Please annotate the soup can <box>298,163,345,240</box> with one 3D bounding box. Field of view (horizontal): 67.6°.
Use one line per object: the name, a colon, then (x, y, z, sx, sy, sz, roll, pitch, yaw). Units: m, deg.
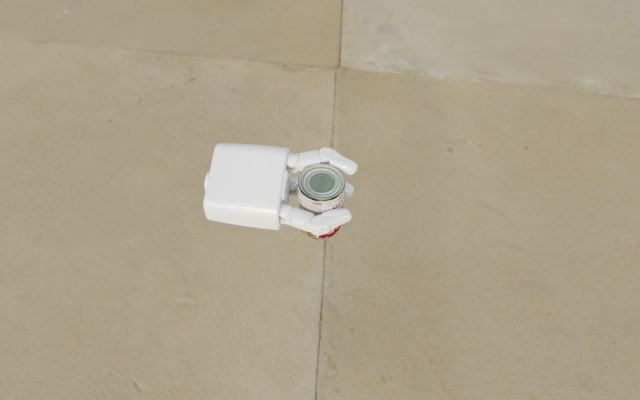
soup can: (0.001, 0.002, 0.700, 0.068, 0.068, 0.102, 0, -36, -2)
